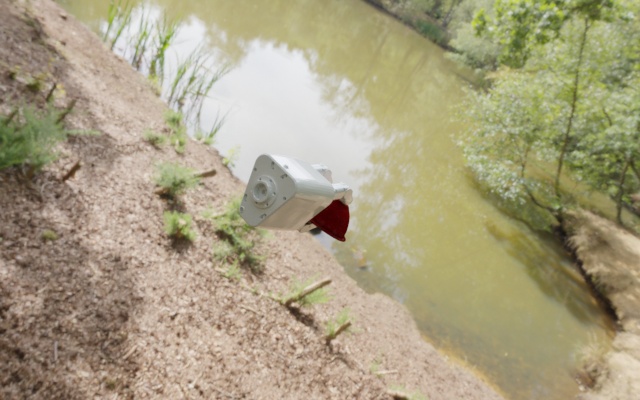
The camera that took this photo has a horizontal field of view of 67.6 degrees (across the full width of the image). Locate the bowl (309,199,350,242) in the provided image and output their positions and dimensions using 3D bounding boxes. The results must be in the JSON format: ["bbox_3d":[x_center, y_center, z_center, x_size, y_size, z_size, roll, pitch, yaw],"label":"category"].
[{"bbox_3d":[0.001,0.003,0.871,0.162,0.055,0.162,39,7,-6],"label":"bowl"}]
